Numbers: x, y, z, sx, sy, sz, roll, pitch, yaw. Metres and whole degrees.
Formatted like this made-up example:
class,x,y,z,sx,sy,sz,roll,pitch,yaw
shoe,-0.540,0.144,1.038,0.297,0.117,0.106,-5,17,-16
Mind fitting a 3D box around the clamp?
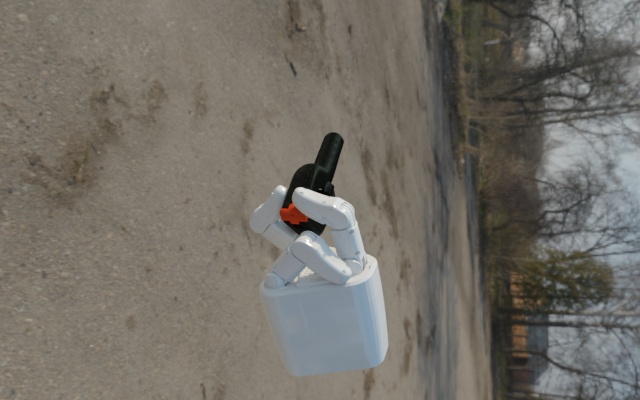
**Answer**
class,x,y,z,sx,sy,sz,roll,pitch,yaw
clamp,0.001,0.002,0.539,0.039,0.120,0.171,-4,23,22
